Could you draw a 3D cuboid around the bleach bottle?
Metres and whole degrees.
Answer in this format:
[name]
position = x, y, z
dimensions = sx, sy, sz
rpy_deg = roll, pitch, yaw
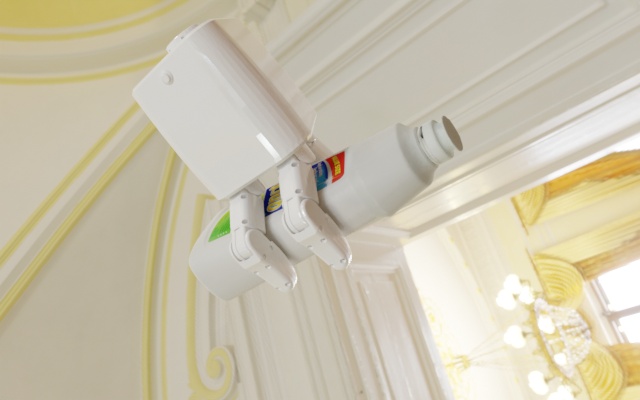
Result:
[bleach bottle]
position = 0.000, 0.001, 0.401
dimensions = 0.251, 0.068, 0.102
rpy_deg = -29, 20, 31
